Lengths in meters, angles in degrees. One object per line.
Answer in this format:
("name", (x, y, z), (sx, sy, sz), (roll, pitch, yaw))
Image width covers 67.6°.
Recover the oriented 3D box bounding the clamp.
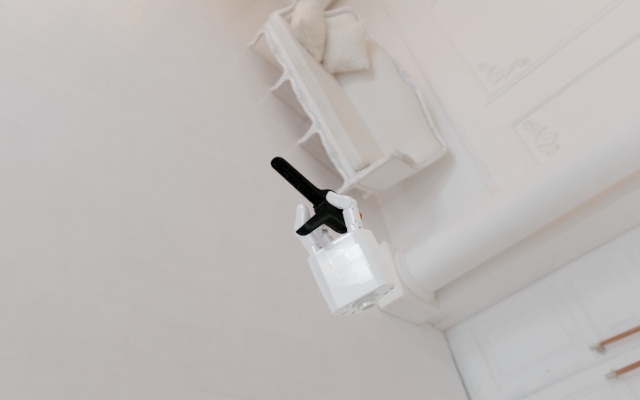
("clamp", (0.001, 0.003, 0.860), (0.036, 0.164, 0.210), (-40, -31, 25))
